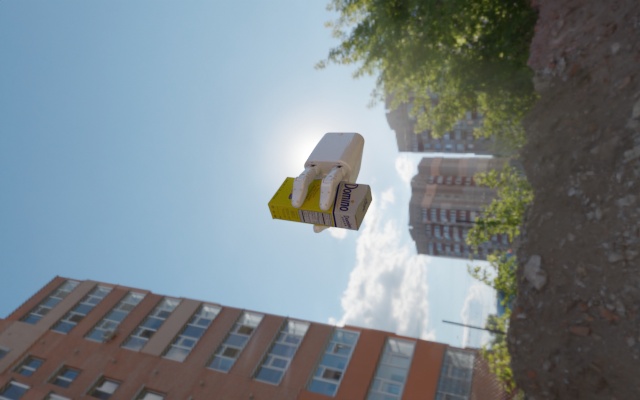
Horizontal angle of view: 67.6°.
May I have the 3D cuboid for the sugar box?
[{"bbox_3d":[0.000,0.002,0.896,0.176,0.048,0.093,4,40,24],"label":"sugar box"}]
